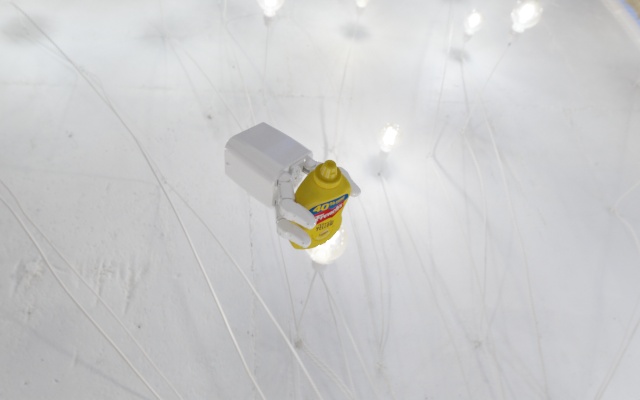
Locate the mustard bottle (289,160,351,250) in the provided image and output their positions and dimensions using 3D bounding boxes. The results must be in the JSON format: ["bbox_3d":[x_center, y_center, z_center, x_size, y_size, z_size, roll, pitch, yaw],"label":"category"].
[{"bbox_3d":[0.000,0.003,0.754,0.096,0.058,0.192,-20,-30,-23],"label":"mustard bottle"}]
